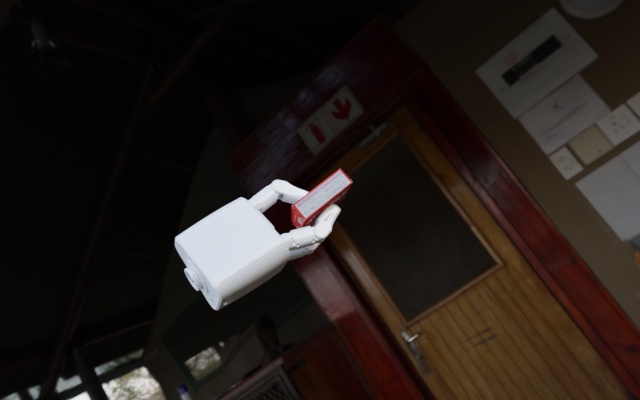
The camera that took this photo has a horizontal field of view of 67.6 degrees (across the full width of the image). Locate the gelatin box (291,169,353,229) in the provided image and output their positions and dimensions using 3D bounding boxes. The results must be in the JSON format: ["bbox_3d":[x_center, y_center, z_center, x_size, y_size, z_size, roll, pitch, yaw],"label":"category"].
[{"bbox_3d":[0.000,0.002,0.673,0.089,0.030,0.073,-39,-10,-14],"label":"gelatin box"}]
